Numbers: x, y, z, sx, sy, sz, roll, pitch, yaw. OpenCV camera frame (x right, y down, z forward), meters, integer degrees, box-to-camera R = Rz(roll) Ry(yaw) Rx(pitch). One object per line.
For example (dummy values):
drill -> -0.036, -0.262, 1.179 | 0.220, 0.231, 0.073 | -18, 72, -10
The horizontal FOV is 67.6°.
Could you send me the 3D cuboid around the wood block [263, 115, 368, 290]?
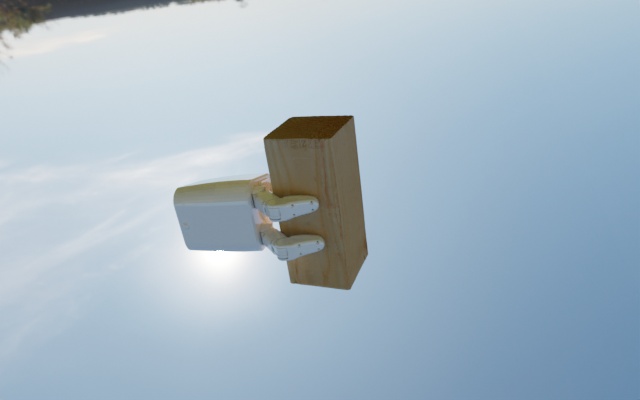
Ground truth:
wood block -> 0.000, 0.002, 0.622 | 0.090, 0.206, 0.090 | 3, 28, 21
